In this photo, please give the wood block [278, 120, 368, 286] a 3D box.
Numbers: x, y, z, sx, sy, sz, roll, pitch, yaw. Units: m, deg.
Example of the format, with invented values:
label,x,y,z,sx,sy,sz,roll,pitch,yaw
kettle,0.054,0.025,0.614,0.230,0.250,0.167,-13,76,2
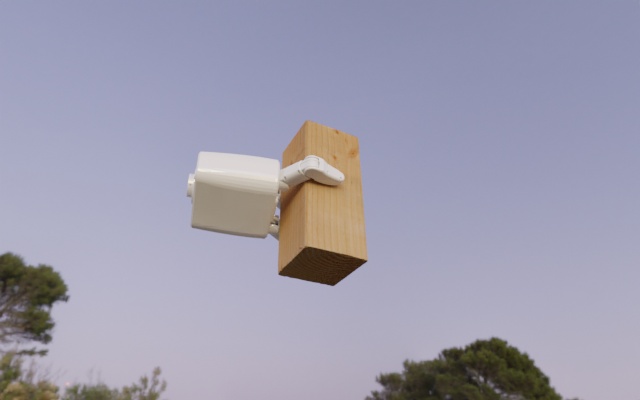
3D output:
label,x,y,z,sx,sy,sz,roll,pitch,yaw
wood block,0.000,0.002,0.671,0.090,0.206,0.091,16,-37,-23
